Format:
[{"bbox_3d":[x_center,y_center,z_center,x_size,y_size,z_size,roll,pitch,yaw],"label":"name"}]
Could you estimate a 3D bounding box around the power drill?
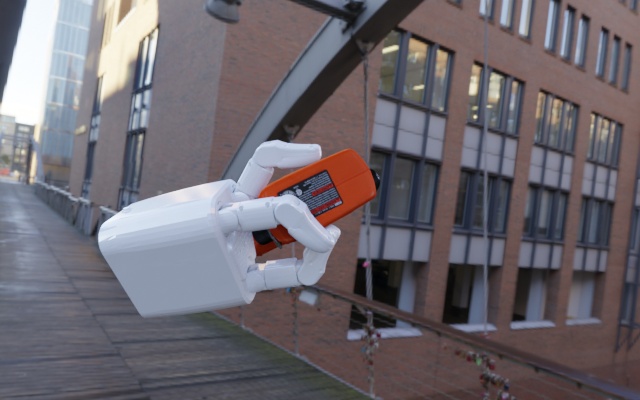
[{"bbox_3d":[0.000,0.002,0.512,0.184,0.057,0.188,-29,-5,-11],"label":"power drill"}]
